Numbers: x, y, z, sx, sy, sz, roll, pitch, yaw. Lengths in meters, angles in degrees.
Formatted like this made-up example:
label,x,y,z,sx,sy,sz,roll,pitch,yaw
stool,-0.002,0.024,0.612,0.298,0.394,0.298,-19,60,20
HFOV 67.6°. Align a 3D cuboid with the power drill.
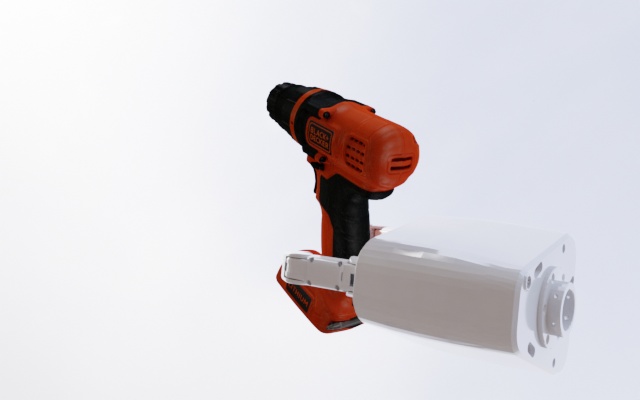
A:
label,x,y,z,sx,sy,sz,roll,pitch,yaw
power drill,0.000,0.002,0.409,0.057,0.188,0.184,-10,28,-28
